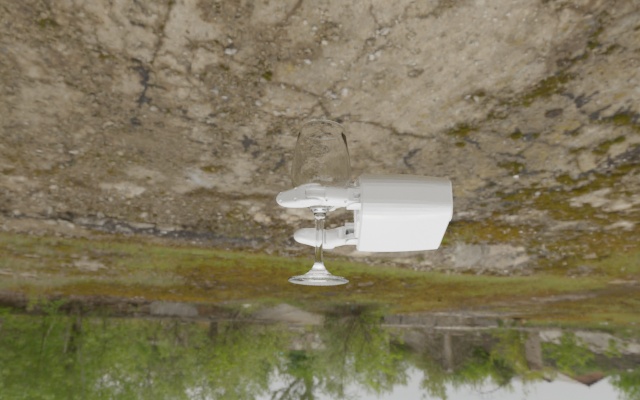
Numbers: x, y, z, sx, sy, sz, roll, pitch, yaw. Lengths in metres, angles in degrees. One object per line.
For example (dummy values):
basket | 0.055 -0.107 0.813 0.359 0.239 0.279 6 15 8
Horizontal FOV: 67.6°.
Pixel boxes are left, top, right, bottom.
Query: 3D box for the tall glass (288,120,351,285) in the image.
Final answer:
tall glass | 0.000 0.003 0.603 0.079 0.201 0.079 1 -17 0
